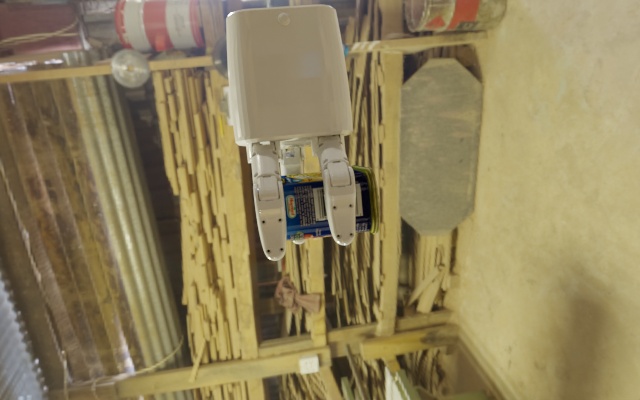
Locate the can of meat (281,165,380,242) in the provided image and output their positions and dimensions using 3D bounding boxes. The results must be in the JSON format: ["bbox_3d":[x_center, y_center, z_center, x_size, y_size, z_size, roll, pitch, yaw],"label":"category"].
[{"bbox_3d":[0.000,0.002,0.432,0.084,0.057,0.102,-6,7,-7],"label":"can of meat"}]
